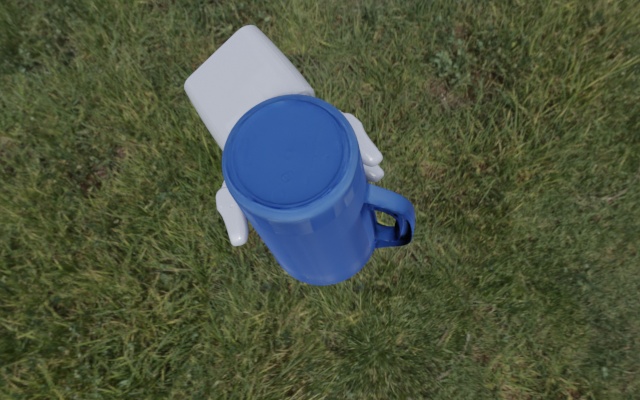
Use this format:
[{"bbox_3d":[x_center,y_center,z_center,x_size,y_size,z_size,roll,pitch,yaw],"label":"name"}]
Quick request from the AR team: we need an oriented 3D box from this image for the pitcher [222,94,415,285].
[{"bbox_3d":[0.000,0.001,0.470,0.149,0.145,0.243,-34,-18,-5],"label":"pitcher"}]
